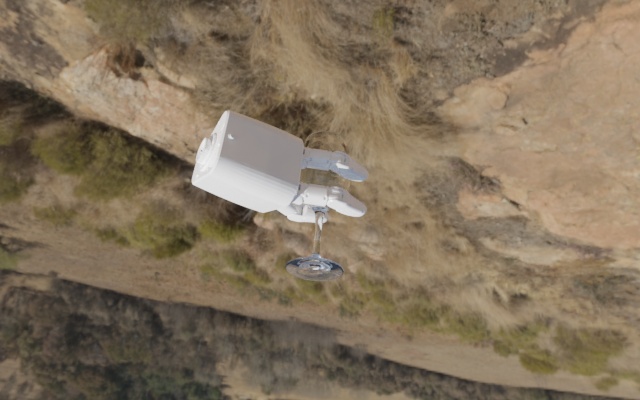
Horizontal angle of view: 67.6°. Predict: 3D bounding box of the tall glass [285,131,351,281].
[{"bbox_3d":[0.000,0.003,0.652,0.079,0.201,0.079,4,-30,2],"label":"tall glass"}]
